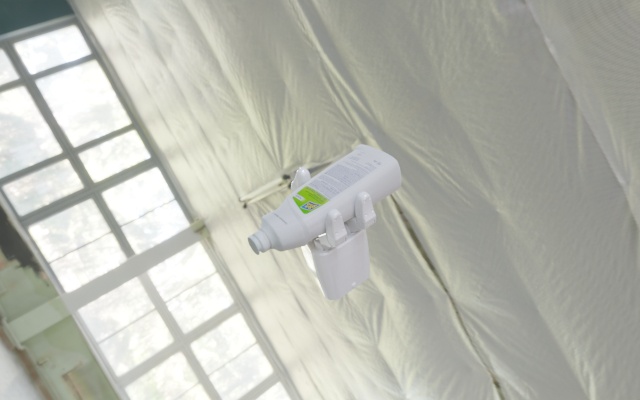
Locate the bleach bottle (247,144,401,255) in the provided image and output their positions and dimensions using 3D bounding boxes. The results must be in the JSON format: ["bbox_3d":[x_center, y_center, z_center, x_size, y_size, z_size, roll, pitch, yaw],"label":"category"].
[{"bbox_3d":[0.000,0.002,0.713,0.251,0.068,0.102,-30,36,-25],"label":"bleach bottle"}]
